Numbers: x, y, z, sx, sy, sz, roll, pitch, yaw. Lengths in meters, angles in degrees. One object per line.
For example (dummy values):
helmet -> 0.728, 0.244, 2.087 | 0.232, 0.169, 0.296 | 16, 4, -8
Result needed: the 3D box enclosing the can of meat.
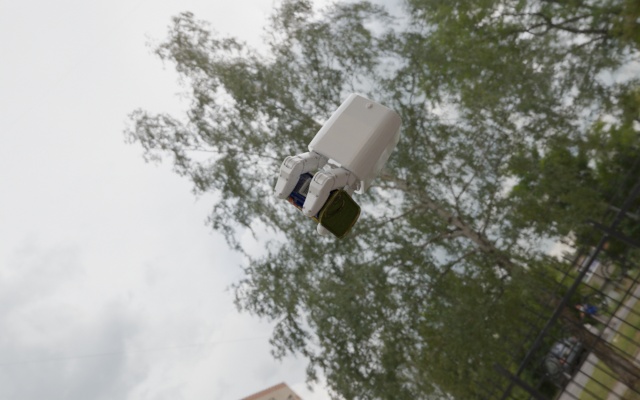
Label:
can of meat -> 0.000, 0.002, 0.694 | 0.084, 0.057, 0.102 | 33, -4, 29
